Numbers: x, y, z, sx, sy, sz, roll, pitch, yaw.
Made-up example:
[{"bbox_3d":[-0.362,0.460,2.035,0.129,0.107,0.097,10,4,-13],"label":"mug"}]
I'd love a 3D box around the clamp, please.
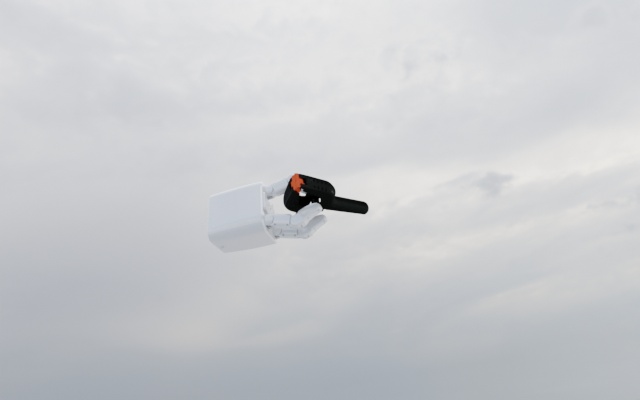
[{"bbox_3d":[0.000,0.002,0.872,0.164,0.036,0.210,-15,-25,5],"label":"clamp"}]
